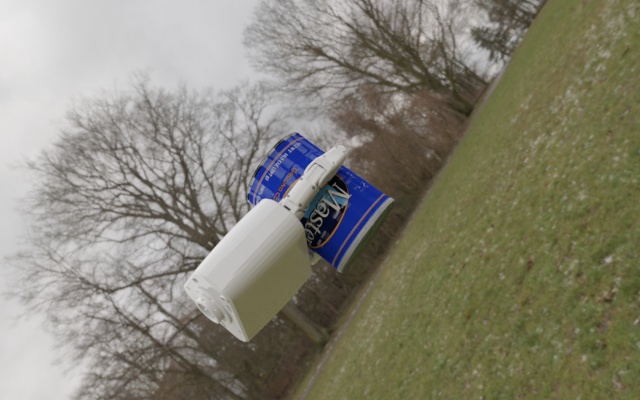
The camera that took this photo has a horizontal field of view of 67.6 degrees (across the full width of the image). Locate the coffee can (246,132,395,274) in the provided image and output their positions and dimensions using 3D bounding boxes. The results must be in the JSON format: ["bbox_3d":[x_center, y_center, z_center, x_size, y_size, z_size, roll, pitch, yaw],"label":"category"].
[{"bbox_3d":[0.000,0.002,0.555,0.140,0.103,0.103,36,9,12],"label":"coffee can"}]
